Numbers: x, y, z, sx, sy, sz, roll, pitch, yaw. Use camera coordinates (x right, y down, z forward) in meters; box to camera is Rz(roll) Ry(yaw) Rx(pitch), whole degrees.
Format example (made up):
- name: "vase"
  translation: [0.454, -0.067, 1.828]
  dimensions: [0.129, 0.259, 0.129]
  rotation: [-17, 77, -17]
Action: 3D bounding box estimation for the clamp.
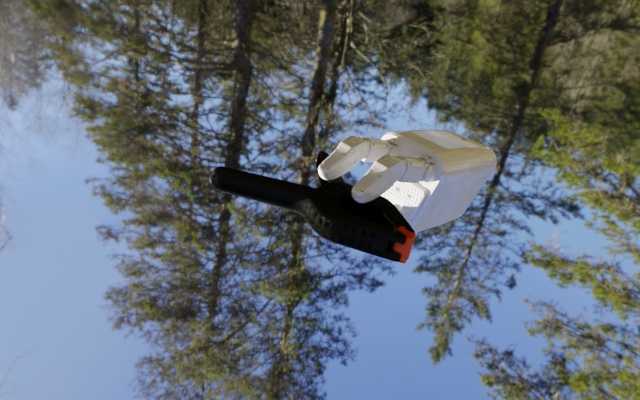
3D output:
- name: "clamp"
  translation: [0.000, 0.003, 0.481]
  dimensions: [0.164, 0.036, 0.210]
  rotation: [-11, 32, -36]
